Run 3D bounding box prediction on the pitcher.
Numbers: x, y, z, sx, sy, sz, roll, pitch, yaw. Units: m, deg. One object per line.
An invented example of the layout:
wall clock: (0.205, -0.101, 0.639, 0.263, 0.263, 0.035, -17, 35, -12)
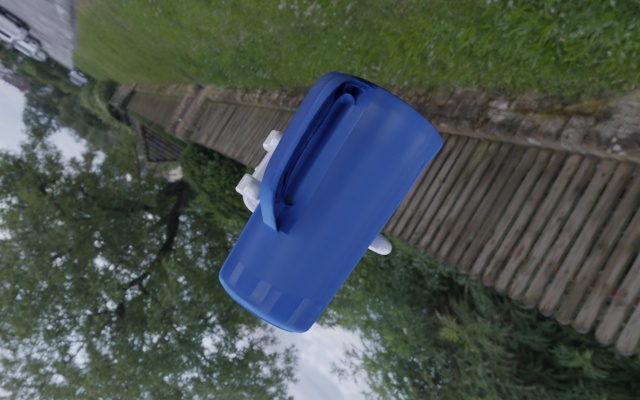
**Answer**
pitcher: (0.000, 0.002, 0.476, 0.149, 0.243, 0.145, 33, -3, -13)
